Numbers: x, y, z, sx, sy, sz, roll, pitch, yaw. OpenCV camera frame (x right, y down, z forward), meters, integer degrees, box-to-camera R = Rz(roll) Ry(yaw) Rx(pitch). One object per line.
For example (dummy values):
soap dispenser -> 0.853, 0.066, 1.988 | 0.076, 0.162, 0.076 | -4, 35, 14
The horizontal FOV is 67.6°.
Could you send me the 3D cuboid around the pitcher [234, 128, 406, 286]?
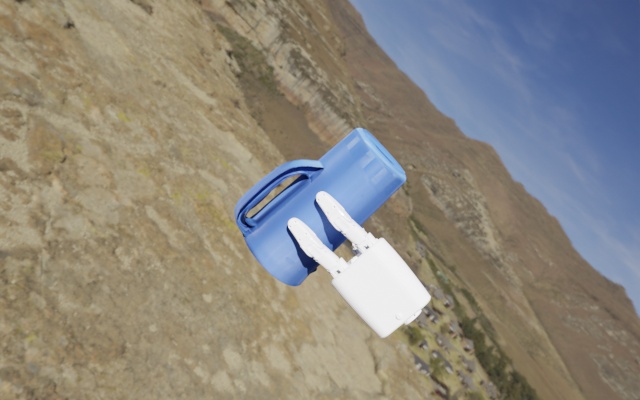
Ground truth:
pitcher -> 0.000, 0.002, 0.719 | 0.243, 0.145, 0.149 | -43, -11, 14
